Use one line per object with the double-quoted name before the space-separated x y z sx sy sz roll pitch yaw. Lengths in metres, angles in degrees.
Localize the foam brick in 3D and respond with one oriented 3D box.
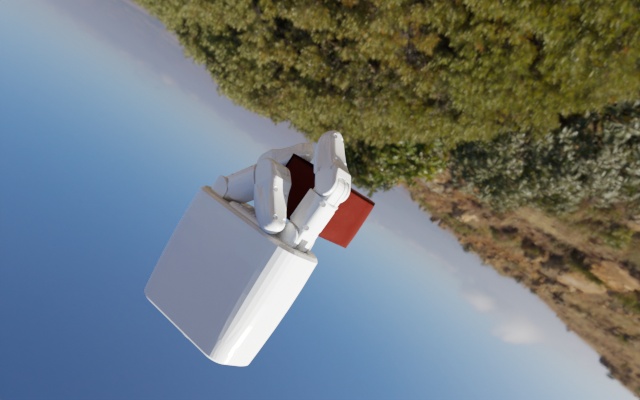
"foam brick" 0.000 0.001 0.435 0.053 0.051 0.078 33 3 43
